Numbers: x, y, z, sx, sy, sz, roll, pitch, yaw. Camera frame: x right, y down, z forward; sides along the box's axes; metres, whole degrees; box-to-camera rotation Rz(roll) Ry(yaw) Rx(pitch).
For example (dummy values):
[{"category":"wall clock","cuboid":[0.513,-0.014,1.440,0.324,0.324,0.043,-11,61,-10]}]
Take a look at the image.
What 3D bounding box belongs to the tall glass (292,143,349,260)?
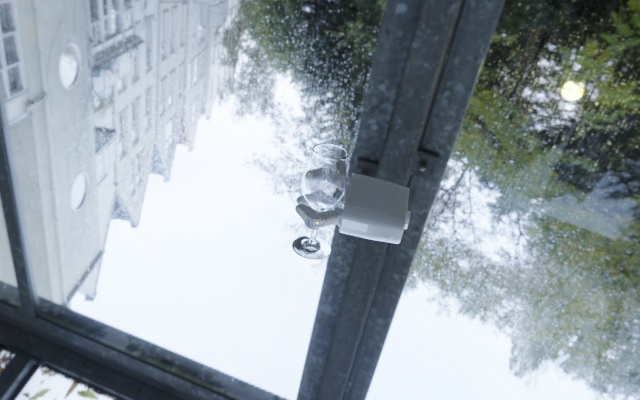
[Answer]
[{"category":"tall glass","cuboid":[0.000,0.003,0.842,0.079,0.201,0.079,8,29,-5]}]
